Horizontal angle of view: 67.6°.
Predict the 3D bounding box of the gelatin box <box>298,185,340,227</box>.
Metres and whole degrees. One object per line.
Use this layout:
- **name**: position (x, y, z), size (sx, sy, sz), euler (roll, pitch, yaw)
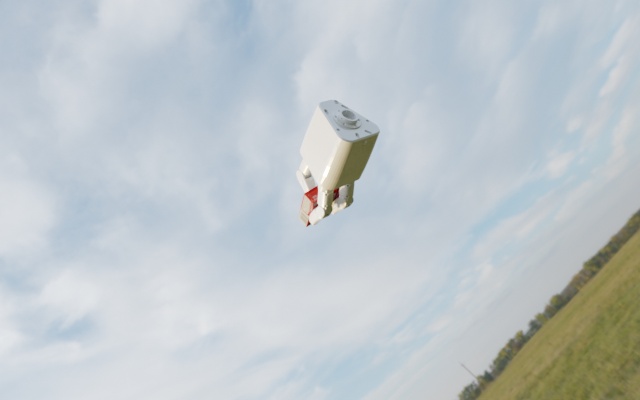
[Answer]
- **gelatin box**: position (0.000, 0.003, 0.899), size (0.073, 0.030, 0.089), euler (-31, -23, -27)
